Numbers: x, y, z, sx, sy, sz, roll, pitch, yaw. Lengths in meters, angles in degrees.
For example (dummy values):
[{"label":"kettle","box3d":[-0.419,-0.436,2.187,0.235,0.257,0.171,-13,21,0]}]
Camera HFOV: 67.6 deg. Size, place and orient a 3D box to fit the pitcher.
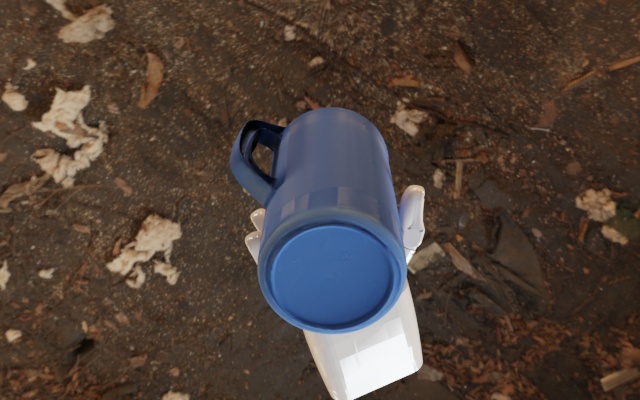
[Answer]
[{"label":"pitcher","box3d":[0.000,0.002,0.441,0.149,0.145,0.242,-12,23,6]}]
